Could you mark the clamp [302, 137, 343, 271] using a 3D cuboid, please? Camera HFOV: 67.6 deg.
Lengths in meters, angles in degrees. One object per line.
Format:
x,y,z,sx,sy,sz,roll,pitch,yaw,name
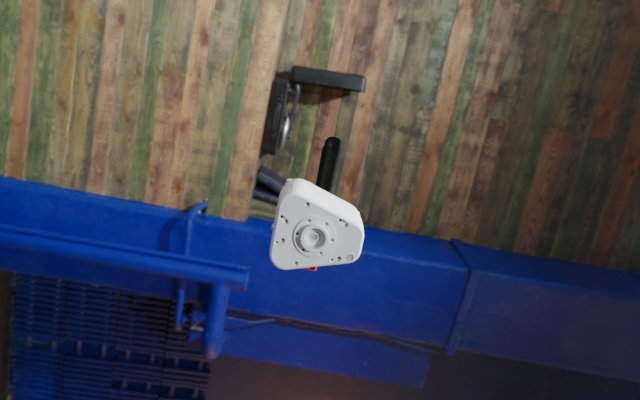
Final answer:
0.001,0.003,0.746,0.036,0.210,0.164,11,9,-1,clamp
